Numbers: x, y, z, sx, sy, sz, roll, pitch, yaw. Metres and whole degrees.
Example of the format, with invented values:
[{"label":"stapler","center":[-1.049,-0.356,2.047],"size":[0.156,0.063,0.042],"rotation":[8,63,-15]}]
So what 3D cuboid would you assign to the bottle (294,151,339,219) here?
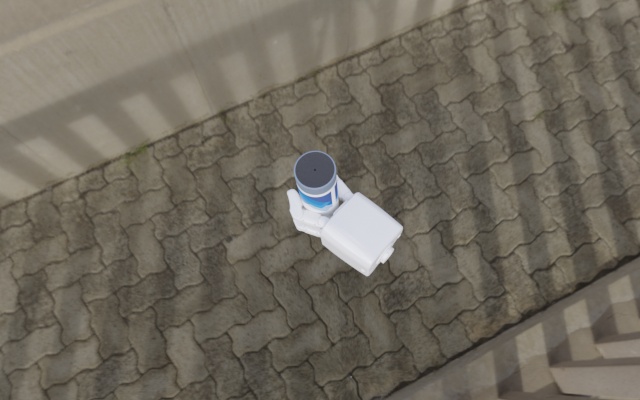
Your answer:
[{"label":"bottle","center":[0.000,0.003,0.881],"size":[0.069,0.069,0.296],"rotation":[0,-20,4]}]
